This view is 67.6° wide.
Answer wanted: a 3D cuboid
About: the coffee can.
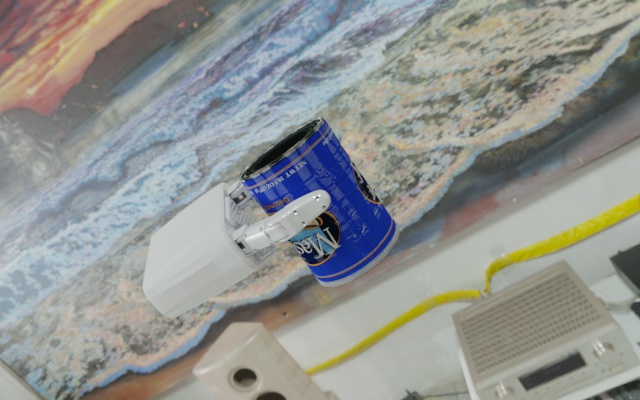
[{"bbox_3d":[0.000,0.002,0.484,0.103,0.140,0.102,-33,16,11],"label":"coffee can"}]
